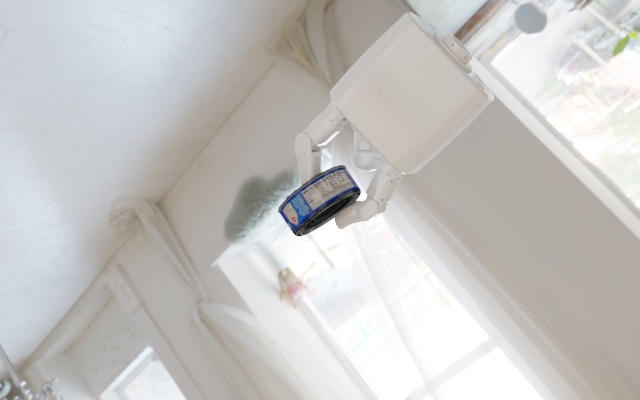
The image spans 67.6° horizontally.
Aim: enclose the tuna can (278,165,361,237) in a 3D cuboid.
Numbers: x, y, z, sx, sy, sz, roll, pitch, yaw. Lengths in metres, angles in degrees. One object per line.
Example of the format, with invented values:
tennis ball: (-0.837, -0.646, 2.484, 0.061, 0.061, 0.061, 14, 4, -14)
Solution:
tuna can: (0.000, 0.002, 0.500, 0.086, 0.033, 0.086, -33, -11, -7)
